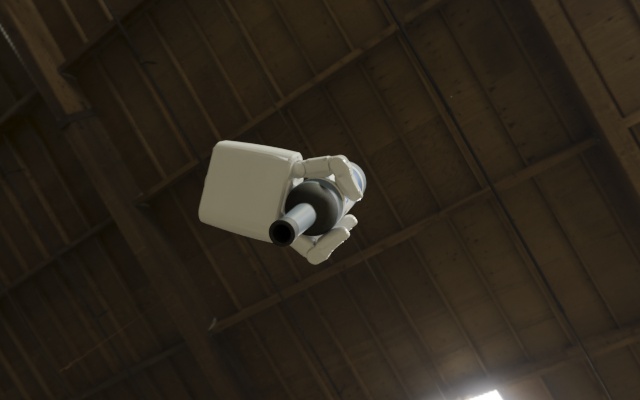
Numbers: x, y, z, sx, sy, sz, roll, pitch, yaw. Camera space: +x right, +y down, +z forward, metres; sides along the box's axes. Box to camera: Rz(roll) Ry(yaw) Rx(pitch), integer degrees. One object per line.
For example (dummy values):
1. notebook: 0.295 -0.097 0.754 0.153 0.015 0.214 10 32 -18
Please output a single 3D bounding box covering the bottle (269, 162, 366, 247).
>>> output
1. bottle: 0.000 0.002 0.601 0.069 0.069 0.295 0 12 15
